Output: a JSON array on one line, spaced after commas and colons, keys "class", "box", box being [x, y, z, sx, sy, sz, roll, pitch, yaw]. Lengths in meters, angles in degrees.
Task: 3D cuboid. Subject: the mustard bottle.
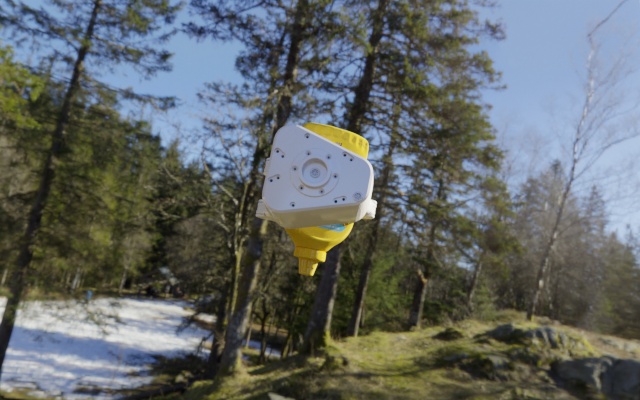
[{"class": "mustard bottle", "box": [0.000, 0.002, 0.622, 0.096, 0.191, 0.058, 14, -9, -20]}]
